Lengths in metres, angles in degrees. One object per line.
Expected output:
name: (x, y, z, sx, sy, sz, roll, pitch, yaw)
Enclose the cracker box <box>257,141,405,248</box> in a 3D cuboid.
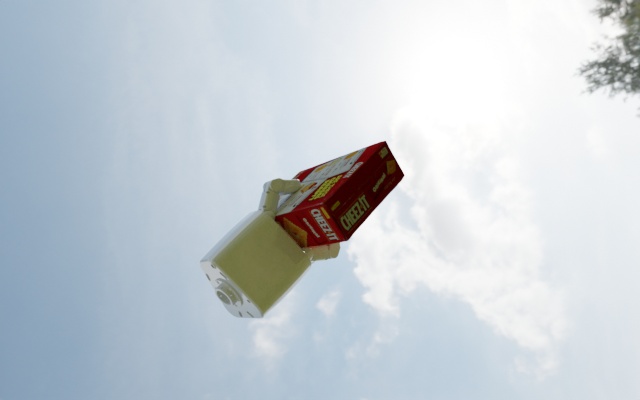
cracker box: (0.000, 0.002, 0.730, 0.214, 0.072, 0.164, -15, 24, 50)
